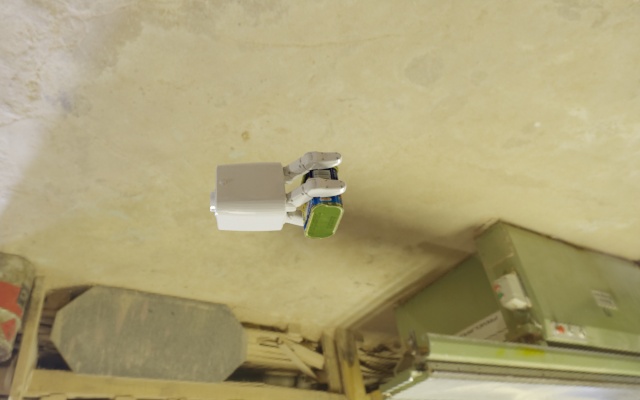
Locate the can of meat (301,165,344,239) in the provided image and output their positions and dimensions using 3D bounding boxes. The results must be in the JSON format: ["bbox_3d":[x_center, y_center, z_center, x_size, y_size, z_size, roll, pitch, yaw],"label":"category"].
[{"bbox_3d":[0.000,0.003,0.778,0.057,0.084,0.102,1,-37,-13],"label":"can of meat"}]
